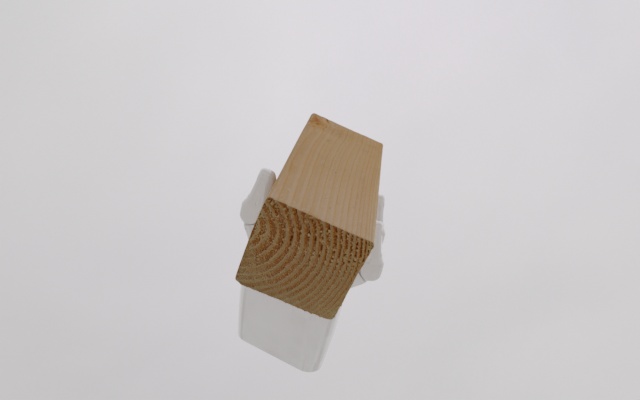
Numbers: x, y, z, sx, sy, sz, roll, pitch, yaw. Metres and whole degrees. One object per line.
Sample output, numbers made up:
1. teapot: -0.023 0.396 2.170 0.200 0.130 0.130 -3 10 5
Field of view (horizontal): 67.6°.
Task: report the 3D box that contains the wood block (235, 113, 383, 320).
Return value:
1. wood block: 0.000 0.002 0.463 0.091 0.090 0.206 23 29 -3
